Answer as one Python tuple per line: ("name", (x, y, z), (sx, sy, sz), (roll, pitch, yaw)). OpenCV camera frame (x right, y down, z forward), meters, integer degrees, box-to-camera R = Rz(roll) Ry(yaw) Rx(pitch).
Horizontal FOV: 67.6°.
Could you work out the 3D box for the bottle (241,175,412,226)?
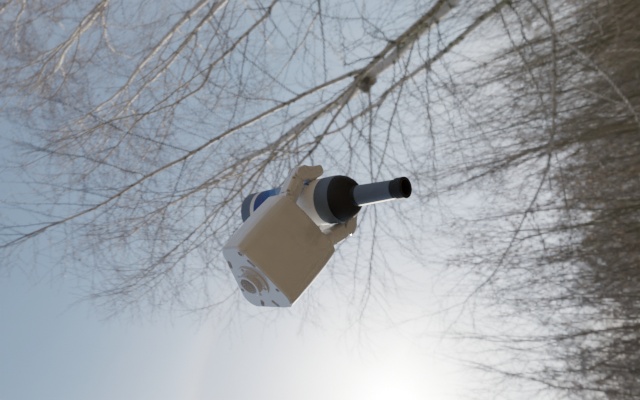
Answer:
("bottle", (0.000, 0.002, 0.687), (0.296, 0.069, 0.069), (-10, -7, 44))
